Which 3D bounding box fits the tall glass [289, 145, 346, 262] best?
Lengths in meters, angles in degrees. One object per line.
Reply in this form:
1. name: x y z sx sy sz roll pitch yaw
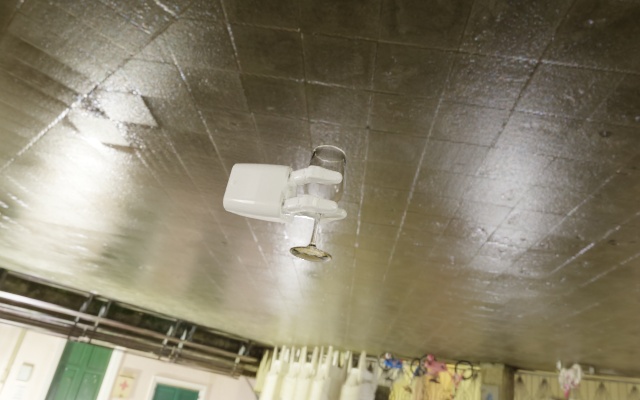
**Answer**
1. tall glass: 0.000 0.003 0.849 0.079 0.201 0.079 10 -23 4
